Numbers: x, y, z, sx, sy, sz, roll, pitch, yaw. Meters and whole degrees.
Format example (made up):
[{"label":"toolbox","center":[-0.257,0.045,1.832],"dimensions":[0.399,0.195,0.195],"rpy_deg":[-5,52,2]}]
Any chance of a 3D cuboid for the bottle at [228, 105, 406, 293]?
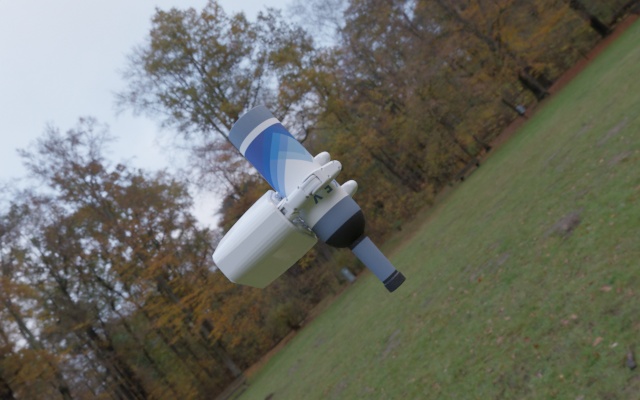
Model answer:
[{"label":"bottle","center":[0.000,0.002,0.628],"dimensions":[0.069,0.295,0.069],"rpy_deg":[-42,-7,-7]}]
